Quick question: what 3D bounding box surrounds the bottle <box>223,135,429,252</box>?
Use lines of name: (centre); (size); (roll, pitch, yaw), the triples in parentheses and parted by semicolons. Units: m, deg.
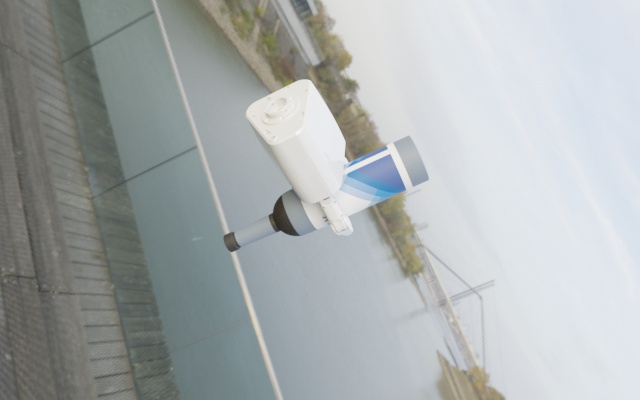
bottle: (0.000, 0.002, 0.664); (0.296, 0.069, 0.069); (-24, -4, 8)
